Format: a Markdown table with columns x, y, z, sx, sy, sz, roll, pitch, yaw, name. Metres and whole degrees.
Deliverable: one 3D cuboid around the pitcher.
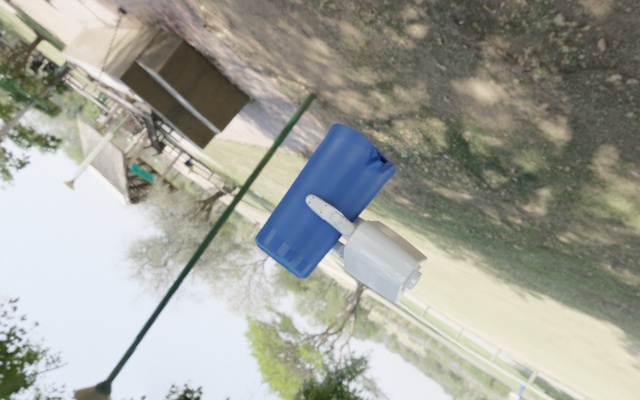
| x | y | z | sx | sy | sz | roll | pitch | yaw | name |
| --- | --- | --- | --- | --- | --- | --- | --- | --- | --- |
| 0.000 | 0.003 | 0.798 | 0.145 | 0.243 | 0.149 | 35 | -8 | 20 | pitcher |
